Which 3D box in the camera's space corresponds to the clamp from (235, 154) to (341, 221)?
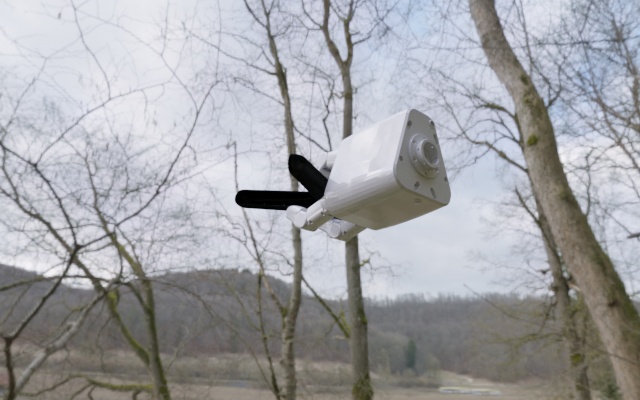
[{"bbox_3d":[0.001,0.001,0.637,0.210,0.036,0.164,20,-24,-34],"label":"clamp"}]
